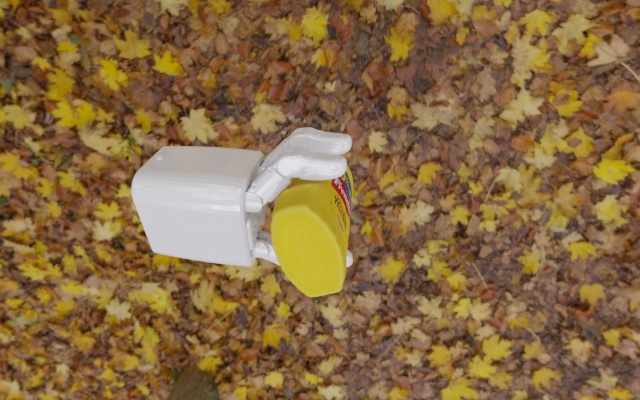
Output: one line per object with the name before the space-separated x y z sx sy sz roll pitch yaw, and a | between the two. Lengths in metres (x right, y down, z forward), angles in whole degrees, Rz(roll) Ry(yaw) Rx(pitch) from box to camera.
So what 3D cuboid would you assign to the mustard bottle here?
mustard bottle | 0.000 0.002 0.482 0.058 0.096 0.191 -16 25 15
